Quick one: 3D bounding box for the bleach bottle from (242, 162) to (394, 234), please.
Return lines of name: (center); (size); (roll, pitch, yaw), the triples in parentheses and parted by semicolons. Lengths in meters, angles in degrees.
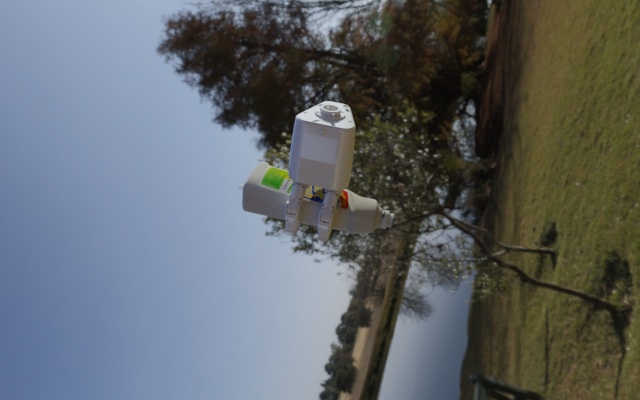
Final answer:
bleach bottle: (0.000, 0.003, 0.815); (0.251, 0.068, 0.102); (13, 33, 8)
